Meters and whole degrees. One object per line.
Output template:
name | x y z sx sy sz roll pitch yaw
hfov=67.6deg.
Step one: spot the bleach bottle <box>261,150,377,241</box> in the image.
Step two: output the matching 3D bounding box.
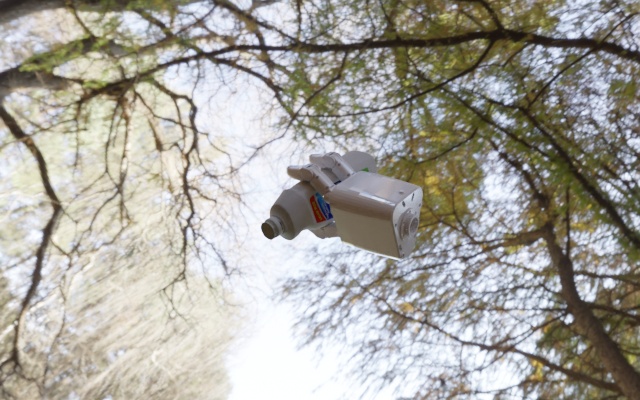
bleach bottle | 0.000 0.002 0.782 0.068 0.103 0.250 17 34 34
